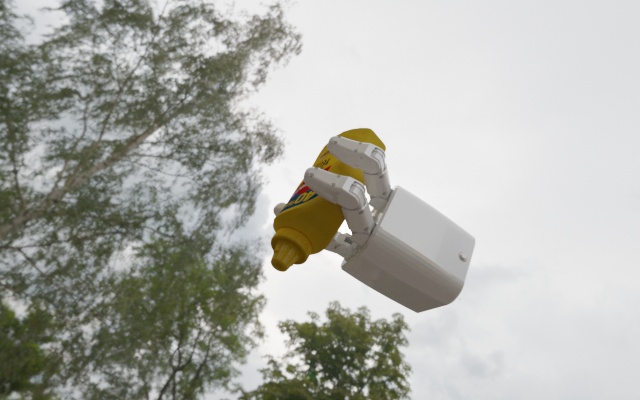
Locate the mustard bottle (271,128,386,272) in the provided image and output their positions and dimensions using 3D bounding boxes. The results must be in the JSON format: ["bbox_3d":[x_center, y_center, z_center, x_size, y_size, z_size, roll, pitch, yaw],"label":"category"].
[{"bbox_3d":[0.000,0.001,0.515,0.096,0.058,0.191,-23,26,45],"label":"mustard bottle"}]
